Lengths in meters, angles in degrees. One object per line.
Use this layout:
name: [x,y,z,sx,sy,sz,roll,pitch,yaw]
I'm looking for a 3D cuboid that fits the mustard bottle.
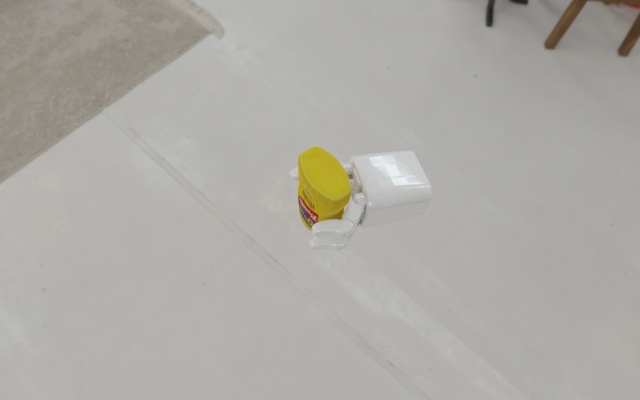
mustard bottle: [0.000,0.002,0.753,0.058,0.096,0.192,-31,-21,-18]
